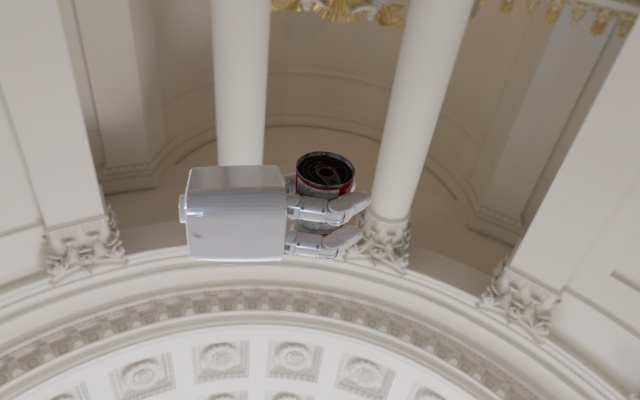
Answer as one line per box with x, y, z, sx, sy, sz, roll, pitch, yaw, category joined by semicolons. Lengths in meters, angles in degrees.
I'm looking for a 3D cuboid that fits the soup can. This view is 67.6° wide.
0.001;0.002;0.574;0.068;0.102;0.068;5;39;-4;soup can
